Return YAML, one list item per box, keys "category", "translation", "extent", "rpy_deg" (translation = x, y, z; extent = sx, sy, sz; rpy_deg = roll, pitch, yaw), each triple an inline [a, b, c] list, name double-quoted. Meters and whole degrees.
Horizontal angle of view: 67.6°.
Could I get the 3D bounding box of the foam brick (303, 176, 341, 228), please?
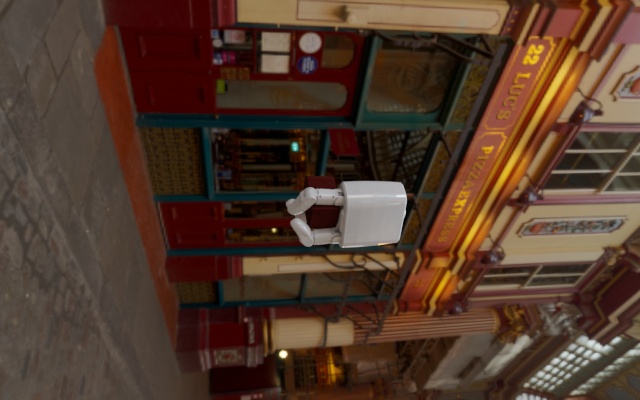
- category: "foam brick"
  translation: [0.000, 0.002, 0.827]
  extent: [0.051, 0.078, 0.053]
  rpy_deg: [-2, -39, -10]
